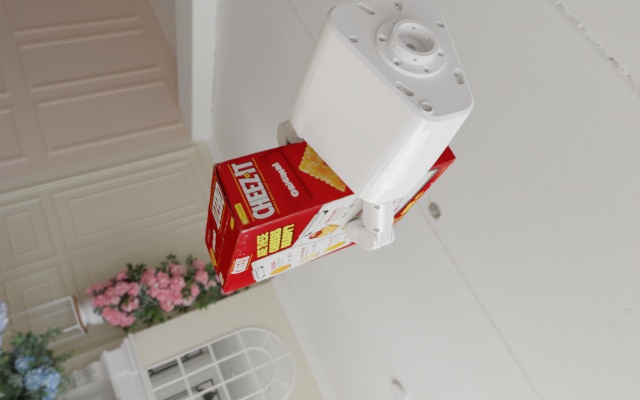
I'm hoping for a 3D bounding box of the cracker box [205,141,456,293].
[{"bbox_3d":[0.000,0.002,0.471,0.213,0.072,0.164,-18,-21,-24],"label":"cracker box"}]
